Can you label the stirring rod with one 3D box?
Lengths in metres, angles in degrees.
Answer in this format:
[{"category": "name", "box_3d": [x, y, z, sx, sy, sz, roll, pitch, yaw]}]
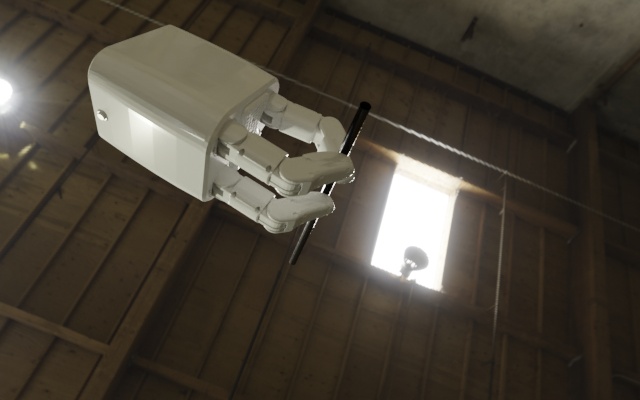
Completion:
[{"category": "stirring rod", "box_3d": [0.000, 0.001, 0.414, 0.011, 0.011, 0.240, 0, -32, -17]}]
